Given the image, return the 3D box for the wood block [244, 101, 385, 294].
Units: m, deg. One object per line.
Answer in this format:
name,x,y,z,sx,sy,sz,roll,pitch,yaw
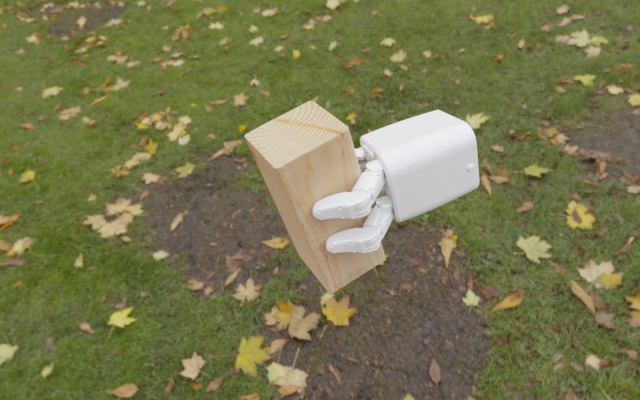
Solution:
wood block,0.000,0.001,0.568,0.090,0.206,0.090,-30,41,-12
